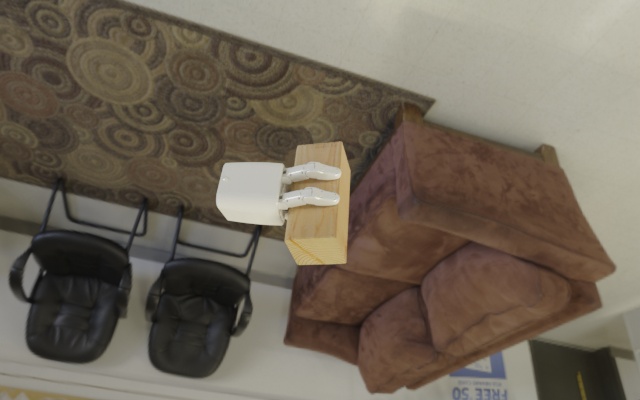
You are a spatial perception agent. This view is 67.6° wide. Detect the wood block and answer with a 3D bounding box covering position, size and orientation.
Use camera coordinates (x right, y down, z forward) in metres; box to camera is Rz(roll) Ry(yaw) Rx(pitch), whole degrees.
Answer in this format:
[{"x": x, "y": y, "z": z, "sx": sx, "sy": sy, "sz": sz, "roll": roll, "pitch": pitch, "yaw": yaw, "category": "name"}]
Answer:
[{"x": 0.000, "y": 0.003, "z": 0.858, "sx": 0.090, "sy": 0.206, "sz": 0.091, "roll": -4, "pitch": -36, "yaw": 13, "category": "wood block"}]
